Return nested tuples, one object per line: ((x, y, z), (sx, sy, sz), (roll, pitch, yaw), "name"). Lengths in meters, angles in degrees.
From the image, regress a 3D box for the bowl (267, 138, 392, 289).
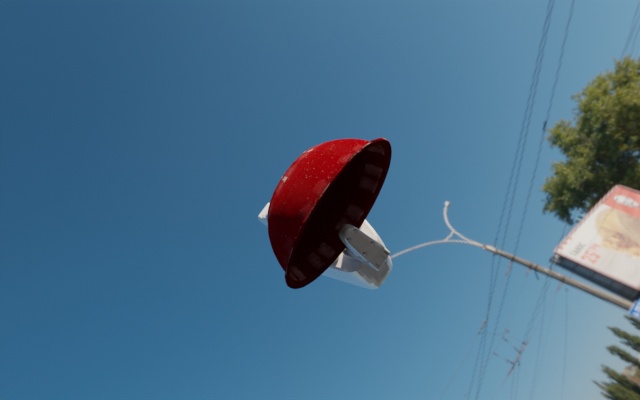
((0.000, 0.001, 0.448), (0.055, 0.162, 0.162), (33, 12, 19), "bowl")
